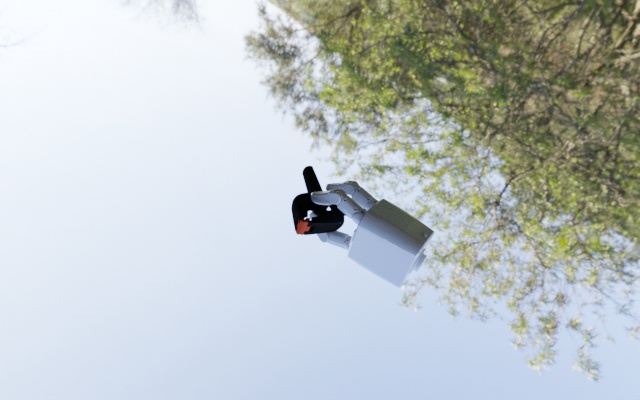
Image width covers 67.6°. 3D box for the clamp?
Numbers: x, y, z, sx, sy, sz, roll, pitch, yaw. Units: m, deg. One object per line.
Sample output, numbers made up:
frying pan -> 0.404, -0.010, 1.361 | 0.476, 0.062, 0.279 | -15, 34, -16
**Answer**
clamp -> 0.000, 0.004, 0.844 | 0.164, 0.036, 0.210 | 31, 29, 17
